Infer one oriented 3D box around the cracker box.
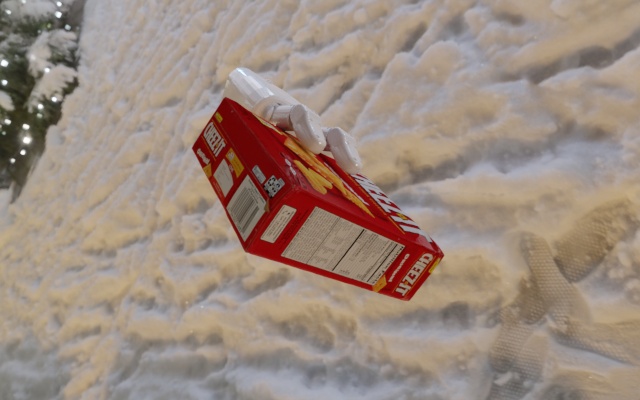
[{"bbox_3d":[0.000,0.002,0.465,0.214,0.072,0.164,24,19,-41],"label":"cracker box"}]
